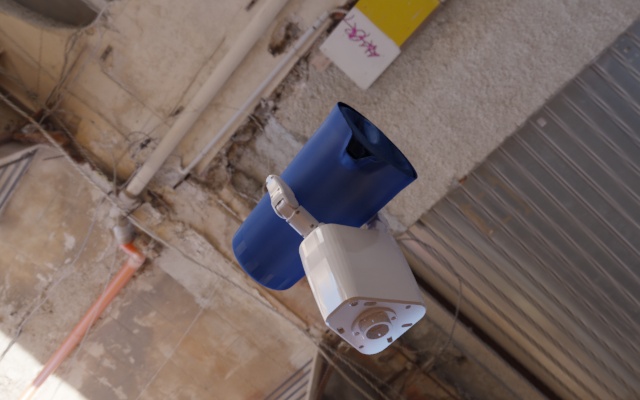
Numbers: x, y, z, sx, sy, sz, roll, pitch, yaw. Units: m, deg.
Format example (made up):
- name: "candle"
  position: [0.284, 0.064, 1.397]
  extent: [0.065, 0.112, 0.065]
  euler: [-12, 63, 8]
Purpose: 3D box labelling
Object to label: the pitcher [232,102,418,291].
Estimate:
- name: "pitcher"
  position: [0.000, 0.002, 0.628]
  extent: [0.149, 0.243, 0.145]
  euler: [28, 25, -37]
